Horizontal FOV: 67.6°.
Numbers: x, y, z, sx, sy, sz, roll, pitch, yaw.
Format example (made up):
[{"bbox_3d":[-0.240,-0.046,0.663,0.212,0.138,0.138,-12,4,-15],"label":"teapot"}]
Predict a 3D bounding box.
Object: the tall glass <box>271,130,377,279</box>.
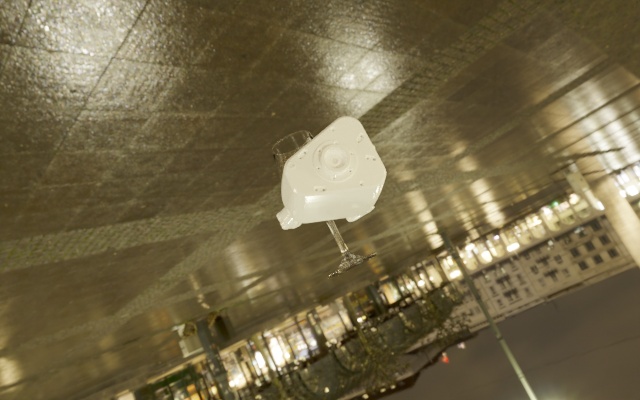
[{"bbox_3d":[0.000,0.003,0.667,0.079,0.201,0.079,-25,-13,-6],"label":"tall glass"}]
